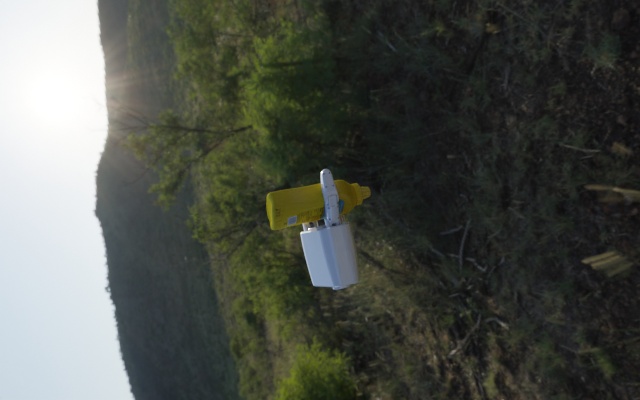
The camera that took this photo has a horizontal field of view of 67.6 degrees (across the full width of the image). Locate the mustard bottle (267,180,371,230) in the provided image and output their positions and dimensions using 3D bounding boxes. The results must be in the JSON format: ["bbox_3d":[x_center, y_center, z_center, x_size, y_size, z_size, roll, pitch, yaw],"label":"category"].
[{"bbox_3d":[0.000,0.003,0.871,0.191,0.058,0.096,-11,-27,-13],"label":"mustard bottle"}]
